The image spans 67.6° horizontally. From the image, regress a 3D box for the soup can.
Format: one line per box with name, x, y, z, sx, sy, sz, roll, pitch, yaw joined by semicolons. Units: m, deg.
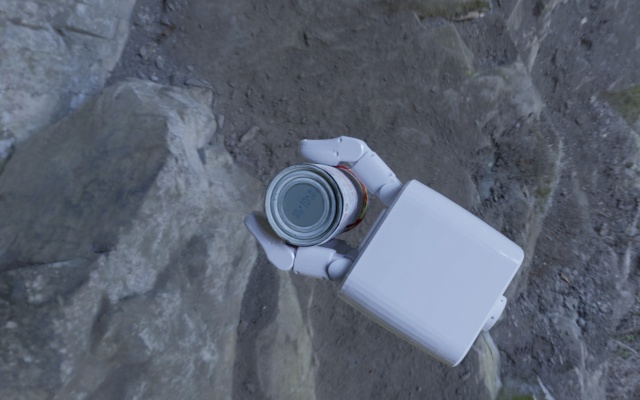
soup can;0.000;0.001;0.421;0.068;0.068;0.102;0;3;17
